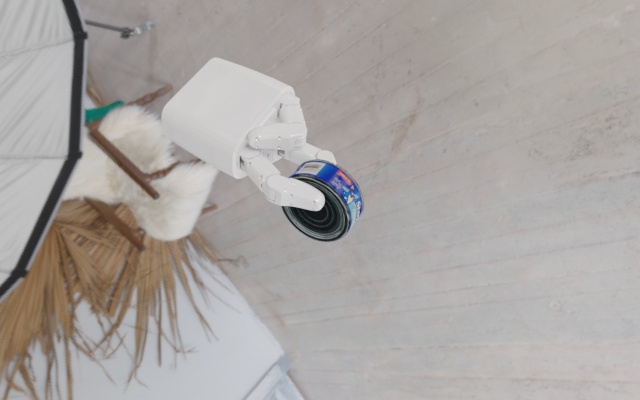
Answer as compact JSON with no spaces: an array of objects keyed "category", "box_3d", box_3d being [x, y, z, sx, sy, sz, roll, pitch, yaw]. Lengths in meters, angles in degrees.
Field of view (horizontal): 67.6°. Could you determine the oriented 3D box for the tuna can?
[{"category":"tuna can","box_3d":[0.000,0.002,0.503,0.086,0.086,0.033,0,34,35]}]
